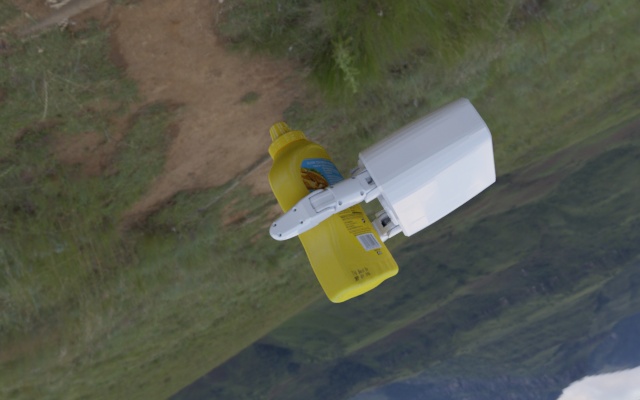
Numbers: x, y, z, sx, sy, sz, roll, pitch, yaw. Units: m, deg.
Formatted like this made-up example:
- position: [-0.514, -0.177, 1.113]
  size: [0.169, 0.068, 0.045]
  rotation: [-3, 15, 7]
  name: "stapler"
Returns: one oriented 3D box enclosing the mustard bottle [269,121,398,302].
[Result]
- position: [0.000, 0.002, 0.473]
  size: [0.058, 0.191, 0.096]
  rotation: [-39, -18, 29]
  name: "mustard bottle"
